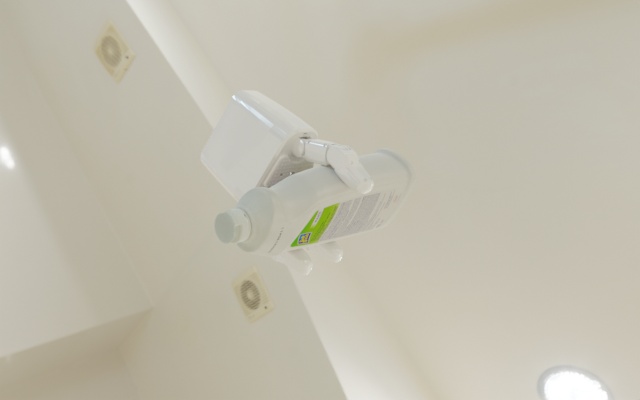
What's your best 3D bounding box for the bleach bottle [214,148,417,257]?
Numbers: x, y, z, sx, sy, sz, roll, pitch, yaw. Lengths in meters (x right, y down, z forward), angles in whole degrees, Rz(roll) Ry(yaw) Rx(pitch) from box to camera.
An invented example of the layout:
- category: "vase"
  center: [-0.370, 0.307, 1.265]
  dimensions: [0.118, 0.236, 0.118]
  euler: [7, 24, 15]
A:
- category: "bleach bottle"
  center: [0.000, 0.002, 0.511]
  dimensions: [0.068, 0.103, 0.251]
  euler: [42, 32, 29]
